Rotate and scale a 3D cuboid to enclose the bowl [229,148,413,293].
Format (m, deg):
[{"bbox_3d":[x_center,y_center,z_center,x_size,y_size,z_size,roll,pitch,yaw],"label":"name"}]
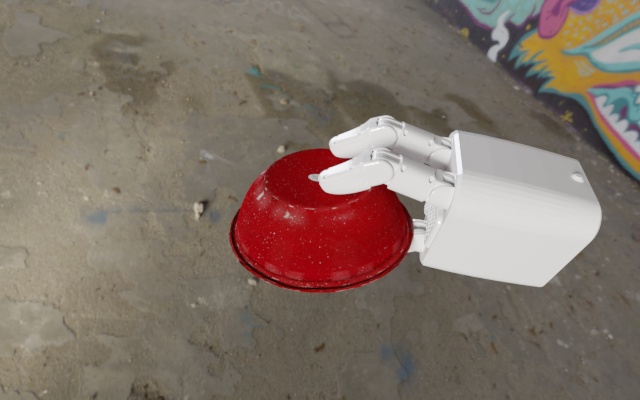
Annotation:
[{"bbox_3d":[-0.001,0.001,0.408,0.162,0.055,0.162,-1,36,1],"label":"bowl"}]
